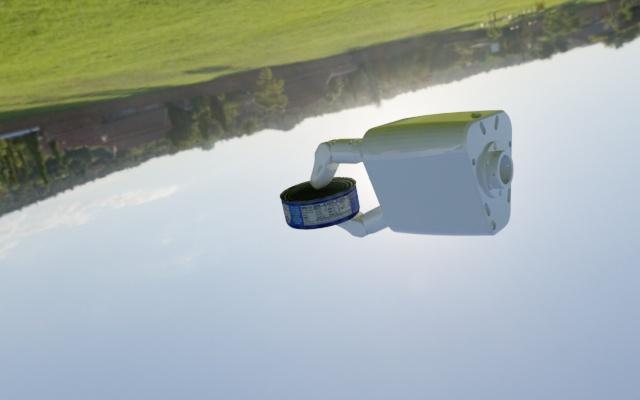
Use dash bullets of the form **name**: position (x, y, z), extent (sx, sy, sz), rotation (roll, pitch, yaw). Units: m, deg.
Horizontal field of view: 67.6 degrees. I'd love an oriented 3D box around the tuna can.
- **tuna can**: position (0.000, 0.002, 0.526), extent (0.086, 0.034, 0.086), rotation (-11, 16, 3)
